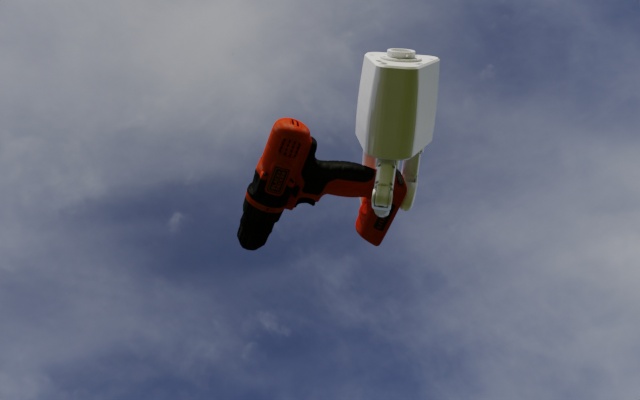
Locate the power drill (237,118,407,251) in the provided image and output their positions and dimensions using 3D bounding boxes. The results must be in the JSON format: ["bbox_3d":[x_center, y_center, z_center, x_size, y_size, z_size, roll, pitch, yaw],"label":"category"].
[{"bbox_3d":[0.001,0.002,0.607,0.187,0.184,0.057,13,30,-19],"label":"power drill"}]
